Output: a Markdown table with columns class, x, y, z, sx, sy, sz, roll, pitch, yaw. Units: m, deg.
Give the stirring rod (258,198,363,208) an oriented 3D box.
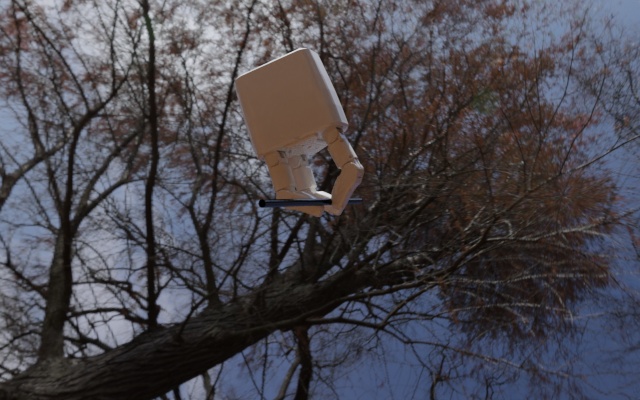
| class | x | y | z | sx | sy | sz | roll | pitch | yaw |
| --- | --- | --- | --- | --- | --- | --- | --- | --- | --- |
| stirring rod | 0.000 | 0.002 | 0.549 | 0.011 | 0.011 | 0.239 | 0 | 0 | 27 |
